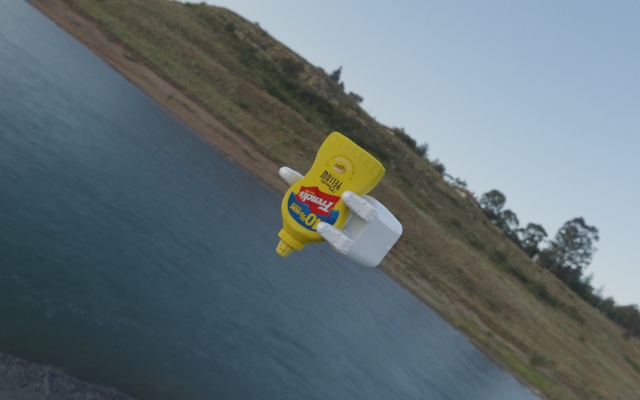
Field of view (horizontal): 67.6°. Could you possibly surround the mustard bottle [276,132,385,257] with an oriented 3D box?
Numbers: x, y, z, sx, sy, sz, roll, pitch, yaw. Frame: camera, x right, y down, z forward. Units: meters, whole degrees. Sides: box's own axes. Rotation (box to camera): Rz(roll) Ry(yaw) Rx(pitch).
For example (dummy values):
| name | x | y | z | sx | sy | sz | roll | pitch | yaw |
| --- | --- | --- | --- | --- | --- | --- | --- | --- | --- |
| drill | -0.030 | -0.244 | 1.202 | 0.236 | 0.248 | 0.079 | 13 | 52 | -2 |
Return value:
| name | x | y | z | sx | sy | sz | roll | pitch | yaw |
| --- | --- | --- | --- | --- | --- | --- | --- | --- | --- |
| mustard bottle | 0.000 | 0.002 | 0.691 | 0.096 | 0.191 | 0.058 | 38 | 3 | 15 |
